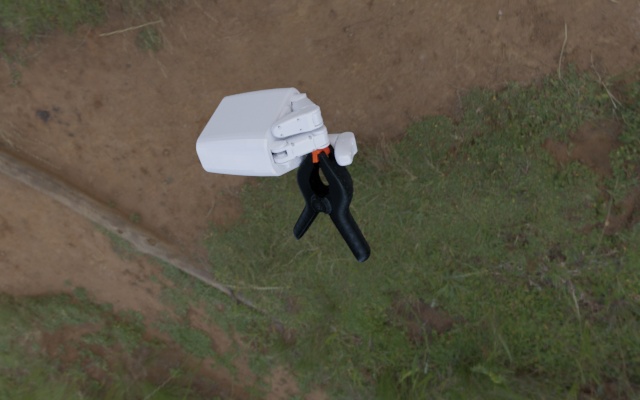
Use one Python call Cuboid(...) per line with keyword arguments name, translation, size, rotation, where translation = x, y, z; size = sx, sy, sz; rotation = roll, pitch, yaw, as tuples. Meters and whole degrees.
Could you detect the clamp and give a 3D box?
Cuboid(name="clamp", translation=(0.000, 0.002, 0.629), size=(0.120, 0.171, 0.039), rotation=(4, 32, 30))
